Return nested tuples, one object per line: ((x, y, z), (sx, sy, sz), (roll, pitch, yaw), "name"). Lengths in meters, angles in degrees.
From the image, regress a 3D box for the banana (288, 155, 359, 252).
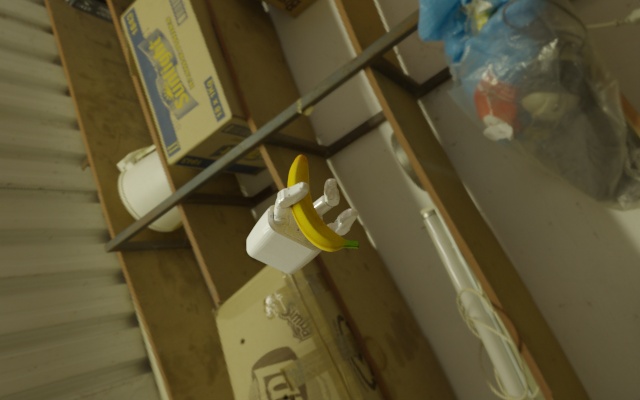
((-0.015, 0.011, 0.784), (0.069, 0.197, 0.037), (-20, -26, -22), "banana")
